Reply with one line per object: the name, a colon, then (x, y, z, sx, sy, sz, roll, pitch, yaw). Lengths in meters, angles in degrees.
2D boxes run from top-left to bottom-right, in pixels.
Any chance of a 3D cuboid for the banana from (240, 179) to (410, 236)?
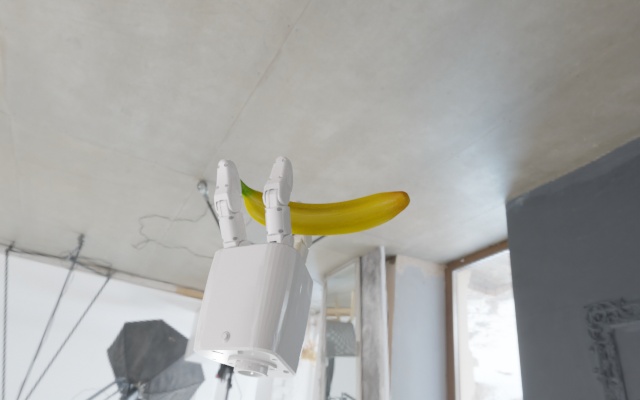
banana: (-0.001, 0.012, 0.533, 0.198, 0.037, 0.070, 4, -35, 10)
